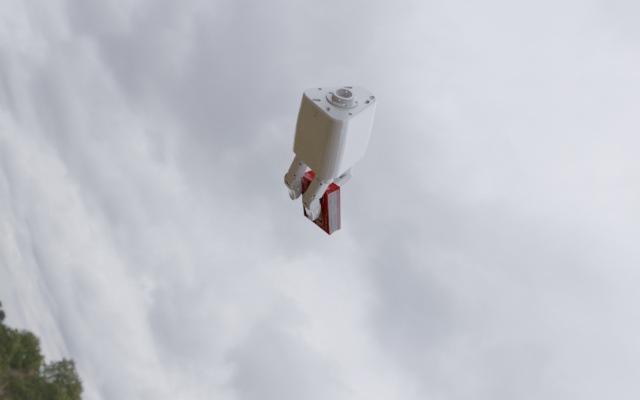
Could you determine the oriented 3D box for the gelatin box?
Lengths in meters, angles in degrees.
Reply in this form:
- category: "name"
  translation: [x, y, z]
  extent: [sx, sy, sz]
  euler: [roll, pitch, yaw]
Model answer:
- category: "gelatin box"
  translation: [0.000, 0.003, 0.799]
  extent: [0.030, 0.089, 0.073]
  euler: [-26, 42, -28]
